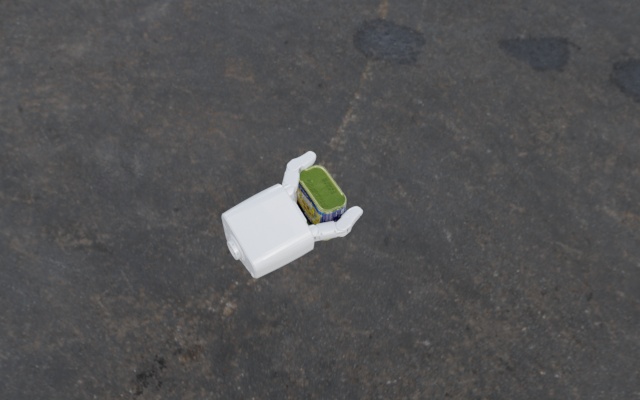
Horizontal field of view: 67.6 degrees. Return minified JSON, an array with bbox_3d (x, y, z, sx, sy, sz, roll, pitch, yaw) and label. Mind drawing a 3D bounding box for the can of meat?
[{"bbox_3d":[0.000,0.003,0.808,0.057,0.102,0.084,-25,-30,-19],"label":"can of meat"}]
